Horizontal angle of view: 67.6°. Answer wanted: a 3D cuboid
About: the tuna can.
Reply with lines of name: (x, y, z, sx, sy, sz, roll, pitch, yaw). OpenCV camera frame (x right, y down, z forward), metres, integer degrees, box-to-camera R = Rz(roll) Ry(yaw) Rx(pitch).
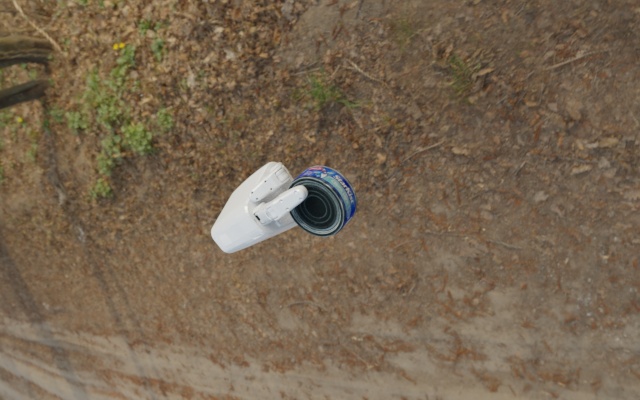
tuna can: (0.000, 0.002, 0.593, 0.086, 0.086, 0.033, 0, 26, 33)
